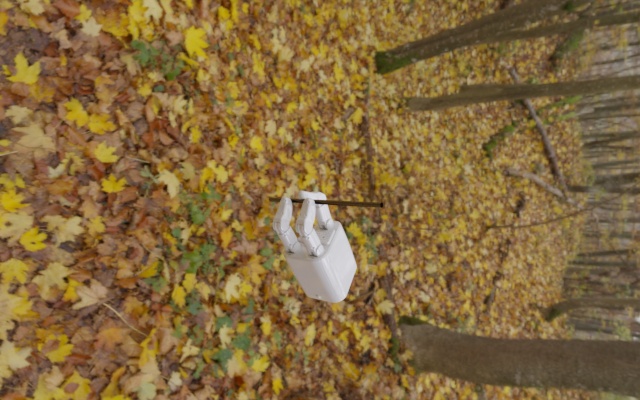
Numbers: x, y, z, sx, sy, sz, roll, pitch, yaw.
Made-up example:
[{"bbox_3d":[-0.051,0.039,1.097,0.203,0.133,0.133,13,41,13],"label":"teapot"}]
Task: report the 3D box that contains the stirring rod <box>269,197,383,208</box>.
[{"bbox_3d":[0.000,0.003,0.789,0.239,0.011,0.011,3,2,41],"label":"stirring rod"}]
